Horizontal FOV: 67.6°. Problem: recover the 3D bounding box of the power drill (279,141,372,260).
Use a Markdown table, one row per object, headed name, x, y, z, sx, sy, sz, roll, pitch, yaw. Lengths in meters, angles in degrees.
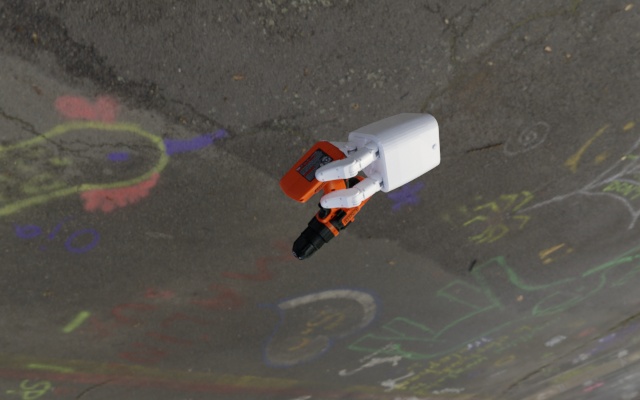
| name | x | y | z | sx | sy | sz | roll | pitch | yaw |
| --- | --- | --- | --- | --- | --- | --- | --- | --- | --- |
| power drill | 0.000 | 0.002 | 0.783 | 0.057 | 0.184 | 0.188 | 38 | -9 | 28 |
